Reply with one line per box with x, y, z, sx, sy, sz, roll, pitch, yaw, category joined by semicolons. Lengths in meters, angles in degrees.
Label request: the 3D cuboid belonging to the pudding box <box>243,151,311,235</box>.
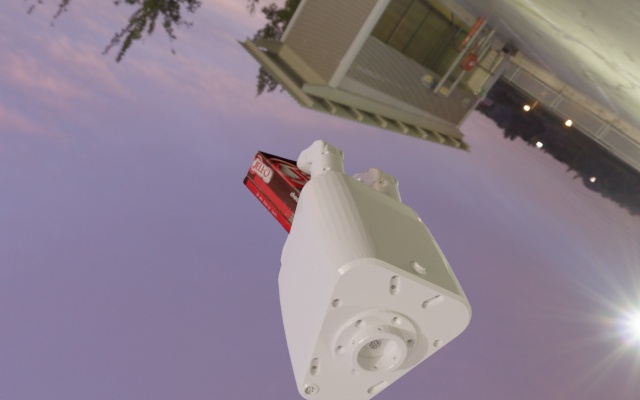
0.000;0.002;0.425;0.113;0.039;0.090;14;24;-47;pudding box
